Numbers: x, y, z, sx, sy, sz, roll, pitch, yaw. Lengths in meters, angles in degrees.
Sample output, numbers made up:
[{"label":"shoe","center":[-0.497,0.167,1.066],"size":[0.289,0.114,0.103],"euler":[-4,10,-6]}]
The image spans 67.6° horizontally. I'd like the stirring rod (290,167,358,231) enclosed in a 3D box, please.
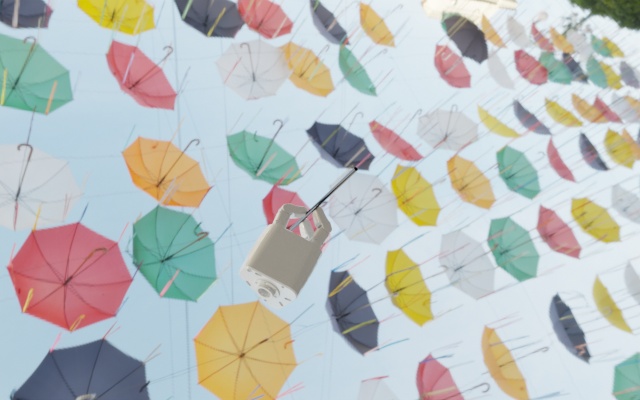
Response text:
[{"label":"stirring rod","center":[0.000,0.003,0.891],"size":[0.011,0.011,0.240],"euler":[0,-28,-34]}]
